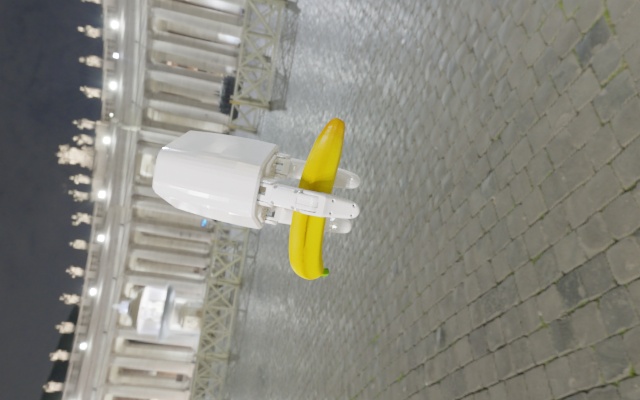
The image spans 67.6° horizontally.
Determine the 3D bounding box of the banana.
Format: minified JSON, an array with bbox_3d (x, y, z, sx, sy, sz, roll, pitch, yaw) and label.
[{"bbox_3d":[-0.006,0.012,0.511,0.037,0.198,0.069,15,28,14],"label":"banana"}]
